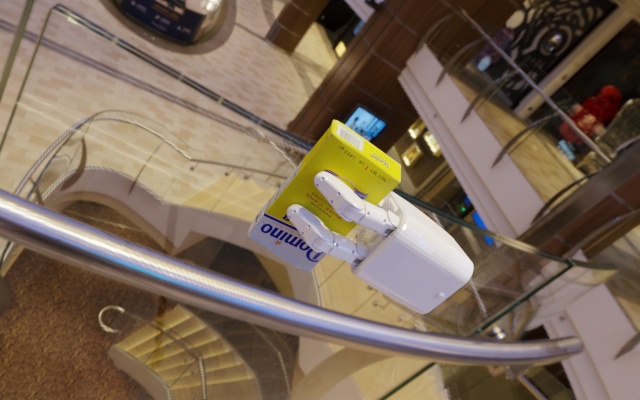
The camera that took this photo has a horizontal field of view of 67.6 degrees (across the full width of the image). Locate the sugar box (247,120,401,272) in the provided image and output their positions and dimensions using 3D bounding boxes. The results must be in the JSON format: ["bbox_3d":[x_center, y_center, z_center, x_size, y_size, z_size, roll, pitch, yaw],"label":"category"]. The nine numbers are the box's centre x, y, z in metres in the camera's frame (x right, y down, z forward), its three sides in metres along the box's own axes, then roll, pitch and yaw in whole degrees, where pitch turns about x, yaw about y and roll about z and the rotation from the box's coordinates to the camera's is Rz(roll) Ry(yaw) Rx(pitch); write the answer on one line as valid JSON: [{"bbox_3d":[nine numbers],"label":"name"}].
[{"bbox_3d":[0.000,0.002,0.549,0.093,0.176,0.048,34,30,-12],"label":"sugar box"}]
